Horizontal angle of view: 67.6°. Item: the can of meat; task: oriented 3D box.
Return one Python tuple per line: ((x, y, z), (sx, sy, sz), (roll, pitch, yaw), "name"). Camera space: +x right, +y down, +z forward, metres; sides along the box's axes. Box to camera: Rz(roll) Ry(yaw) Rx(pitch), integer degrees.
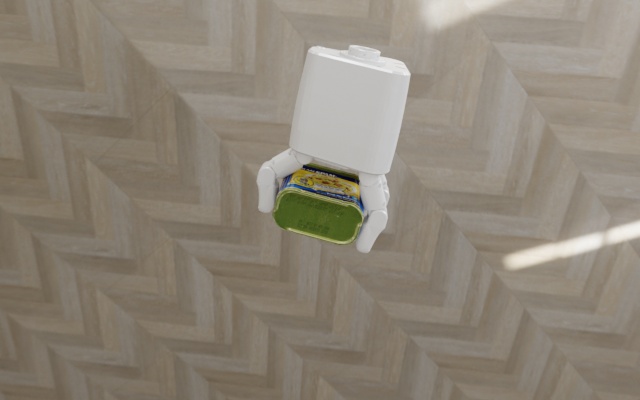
((0.000, 0.002, 0.545), (0.102, 0.057, 0.084), (14, 24, -2), "can of meat")
